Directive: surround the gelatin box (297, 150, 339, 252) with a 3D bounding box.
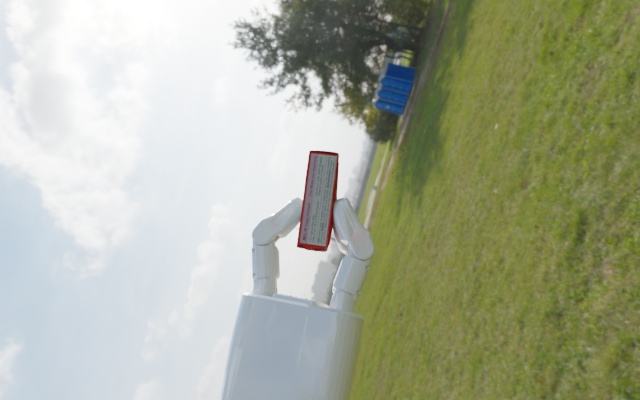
[{"bbox_3d":[0.000,0.001,0.453,0.030,0.089,0.073,6,-2,3],"label":"gelatin box"}]
